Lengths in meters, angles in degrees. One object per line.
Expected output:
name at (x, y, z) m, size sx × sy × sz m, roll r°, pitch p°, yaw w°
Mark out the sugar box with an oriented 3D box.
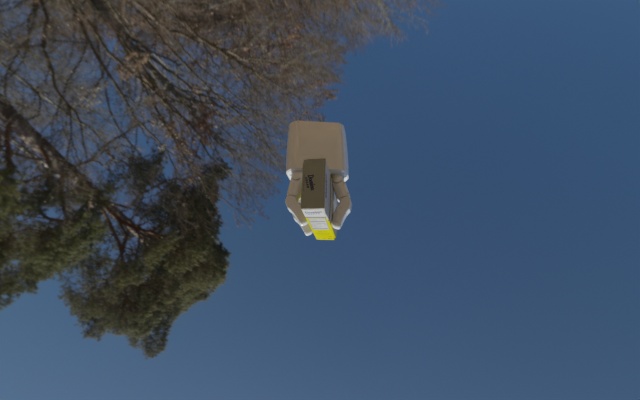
sugar box at (0.000, 0.003, 0.862) m, size 0.048 × 0.093 × 0.176 m, roll -2°, pitch -22°, yaw 10°
